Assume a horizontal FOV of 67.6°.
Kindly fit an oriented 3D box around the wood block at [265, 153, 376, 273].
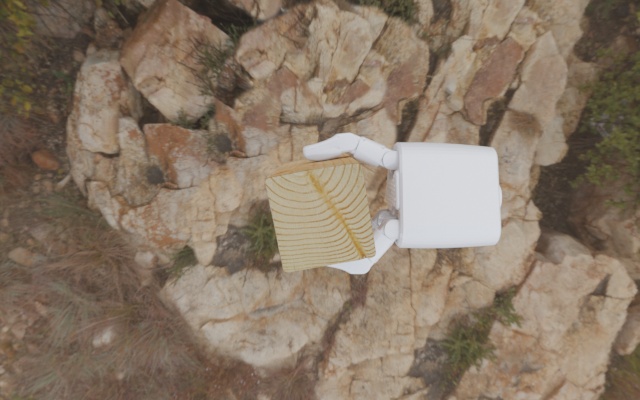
[{"bbox_3d":[0.000,0.001,0.532,0.090,0.091,0.206,-10,8,1],"label":"wood block"}]
